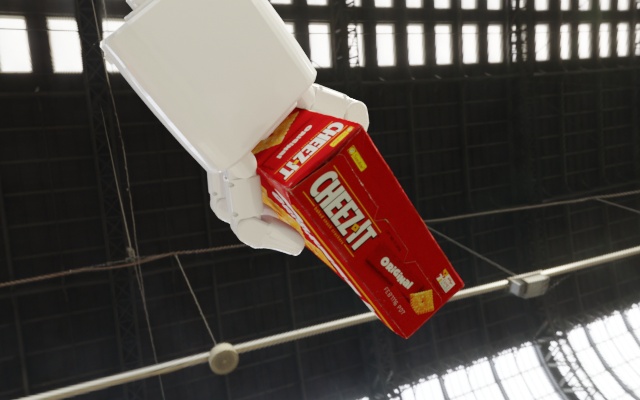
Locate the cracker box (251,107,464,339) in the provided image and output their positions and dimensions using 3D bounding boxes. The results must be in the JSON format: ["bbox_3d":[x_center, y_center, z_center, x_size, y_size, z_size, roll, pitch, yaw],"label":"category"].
[{"bbox_3d":[0.000,0.001,0.413,0.072,0.164,0.213,-42,29,-7],"label":"cracker box"}]
